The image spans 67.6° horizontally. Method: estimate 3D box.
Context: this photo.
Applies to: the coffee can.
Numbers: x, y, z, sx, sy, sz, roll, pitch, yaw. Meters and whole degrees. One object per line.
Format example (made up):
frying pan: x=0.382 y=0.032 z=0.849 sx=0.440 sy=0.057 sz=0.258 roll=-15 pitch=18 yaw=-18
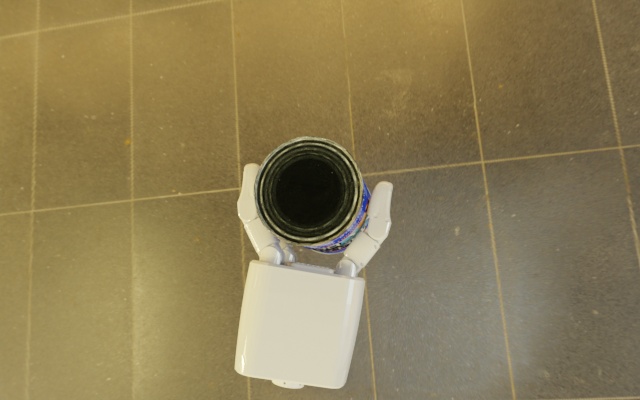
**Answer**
coffee can: x=0.000 y=0.001 z=0.499 sx=0.103 sy=0.103 sz=0.140 roll=0 pitch=-9 yaw=10
